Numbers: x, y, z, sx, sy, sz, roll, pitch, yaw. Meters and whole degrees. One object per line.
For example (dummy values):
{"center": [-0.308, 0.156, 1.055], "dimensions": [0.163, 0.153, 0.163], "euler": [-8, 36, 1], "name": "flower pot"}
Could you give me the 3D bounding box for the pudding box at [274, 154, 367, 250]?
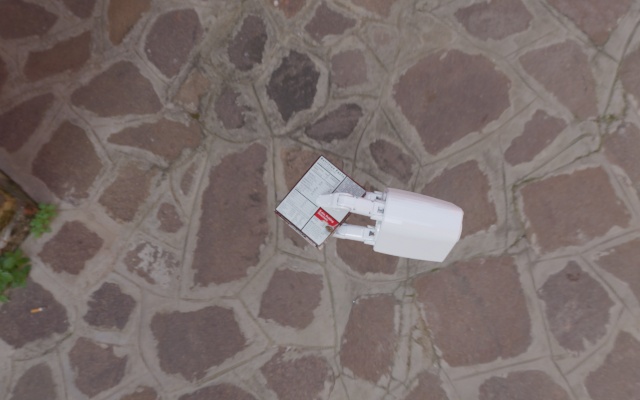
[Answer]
{"center": [0.000, 0.002, 0.707], "dimensions": [0.090, 0.113, 0.039], "euler": [40, -8, 7], "name": "pudding box"}
